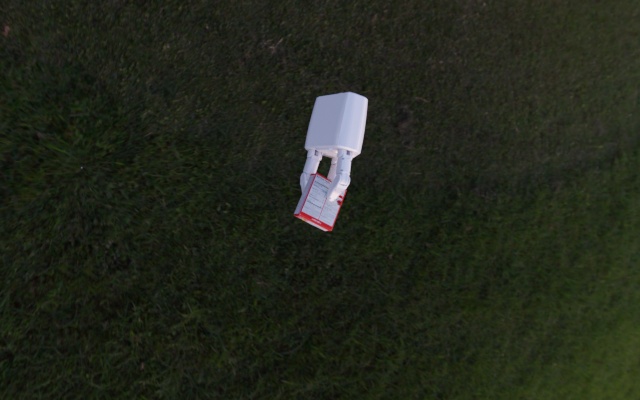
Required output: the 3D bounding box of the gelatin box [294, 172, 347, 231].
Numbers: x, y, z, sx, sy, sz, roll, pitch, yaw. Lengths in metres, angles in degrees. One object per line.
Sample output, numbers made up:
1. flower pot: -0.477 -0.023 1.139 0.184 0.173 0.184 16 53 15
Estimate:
1. gelatin box: 0.000 0.003 0.894 0.073 0.089 0.030 28 -17 -24
